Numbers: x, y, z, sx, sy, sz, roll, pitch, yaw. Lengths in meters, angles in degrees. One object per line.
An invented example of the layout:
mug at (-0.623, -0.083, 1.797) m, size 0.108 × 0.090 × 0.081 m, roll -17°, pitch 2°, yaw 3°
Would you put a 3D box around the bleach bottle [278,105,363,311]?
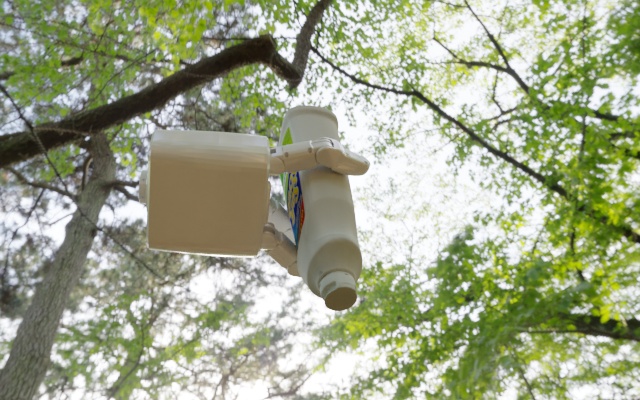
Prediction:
bleach bottle at (0.000, 0.002, 0.487) m, size 0.068 × 0.103 × 0.250 m, roll 5°, pitch 35°, yaw -14°
